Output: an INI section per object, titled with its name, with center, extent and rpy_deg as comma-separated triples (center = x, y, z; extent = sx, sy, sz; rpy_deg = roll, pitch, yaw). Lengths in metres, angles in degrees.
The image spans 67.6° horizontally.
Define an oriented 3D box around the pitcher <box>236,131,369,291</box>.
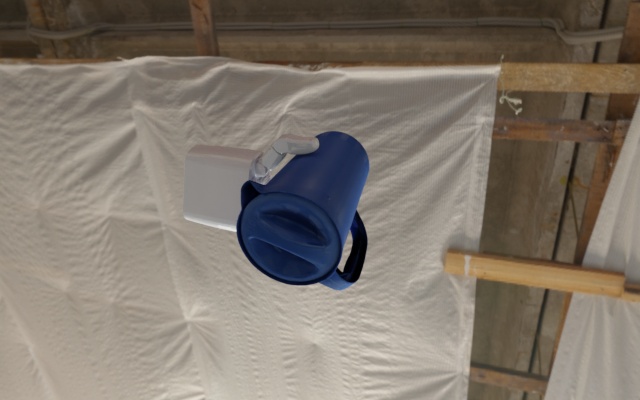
[pitcher]
center = 0.000, 0.002, 0.660
extent = 0.145, 0.149, 0.242
rpy_deg = 7, 30, 15
